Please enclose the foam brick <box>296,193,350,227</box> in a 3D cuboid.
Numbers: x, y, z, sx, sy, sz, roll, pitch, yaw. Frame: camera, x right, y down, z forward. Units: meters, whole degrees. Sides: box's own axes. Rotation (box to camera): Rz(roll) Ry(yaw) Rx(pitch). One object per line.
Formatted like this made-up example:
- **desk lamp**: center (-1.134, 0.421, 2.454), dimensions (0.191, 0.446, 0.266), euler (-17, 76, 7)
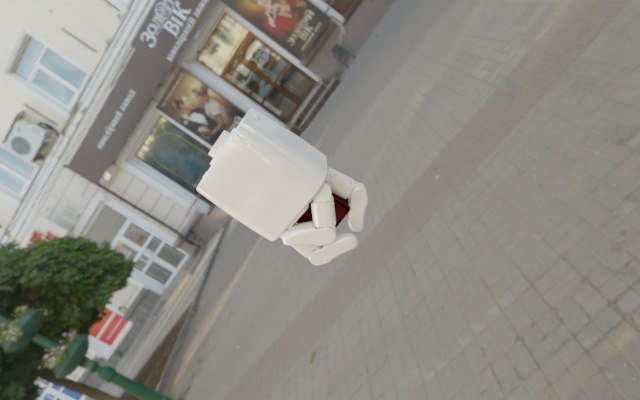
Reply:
- **foam brick**: center (0.000, 0.002, 0.594), dimensions (0.051, 0.053, 0.078), euler (33, 17, -12)
